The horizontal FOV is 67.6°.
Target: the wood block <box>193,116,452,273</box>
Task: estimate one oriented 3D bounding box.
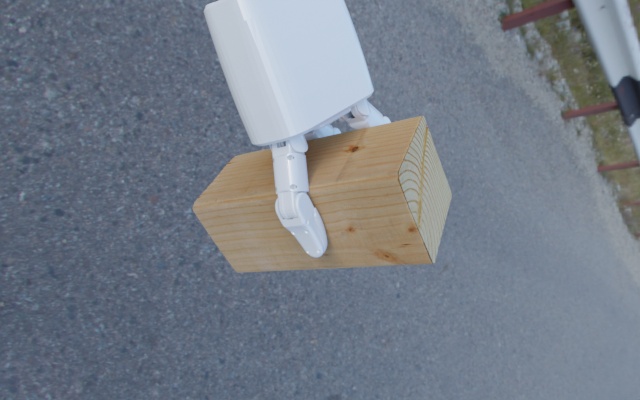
[{"bbox_3d":[0.000,0.001,0.437,0.206,0.090,0.090,-8,35,32],"label":"wood block"}]
